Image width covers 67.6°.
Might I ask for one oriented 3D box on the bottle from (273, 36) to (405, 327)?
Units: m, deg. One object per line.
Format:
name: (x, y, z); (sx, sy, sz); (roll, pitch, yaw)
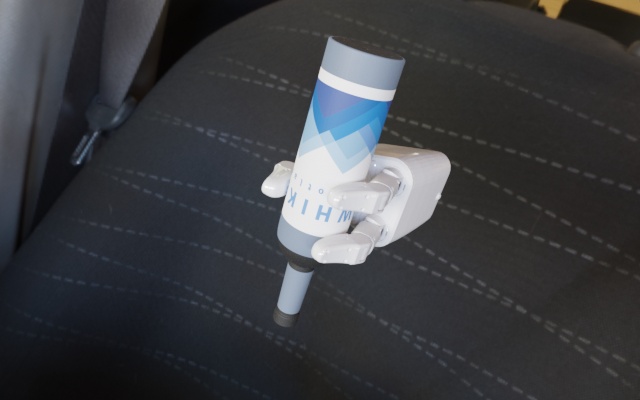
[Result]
bottle: (0.000, 0.001, 0.457); (0.069, 0.296, 0.069); (14, 25, -7)
